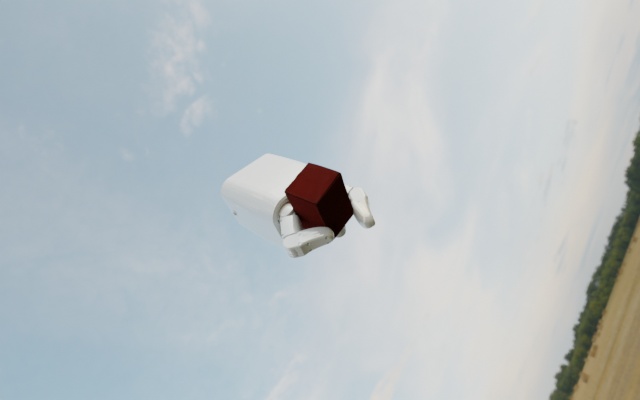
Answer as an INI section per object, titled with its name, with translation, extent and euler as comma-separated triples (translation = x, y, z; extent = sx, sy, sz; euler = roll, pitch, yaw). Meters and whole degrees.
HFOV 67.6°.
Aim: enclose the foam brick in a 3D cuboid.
[foam brick]
translation = 0.000, 0.002, 0.583
extent = 0.051, 0.053, 0.078
euler = 23, -28, 33
